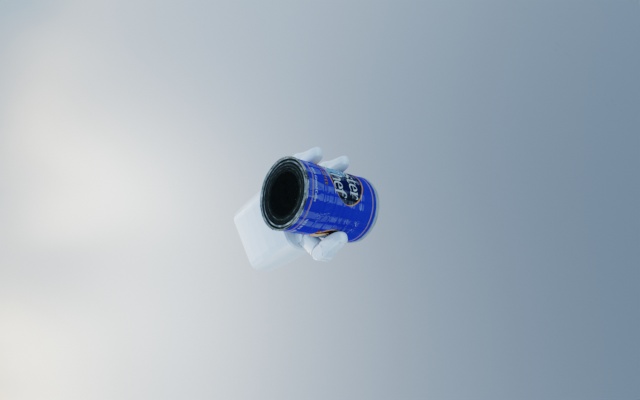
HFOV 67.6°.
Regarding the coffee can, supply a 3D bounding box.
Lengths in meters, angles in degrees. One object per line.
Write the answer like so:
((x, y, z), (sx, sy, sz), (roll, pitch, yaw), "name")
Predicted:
((0.000, 0.002, 0.682), (0.140, 0.103, 0.103), (13, -9, -41), "coffee can")
